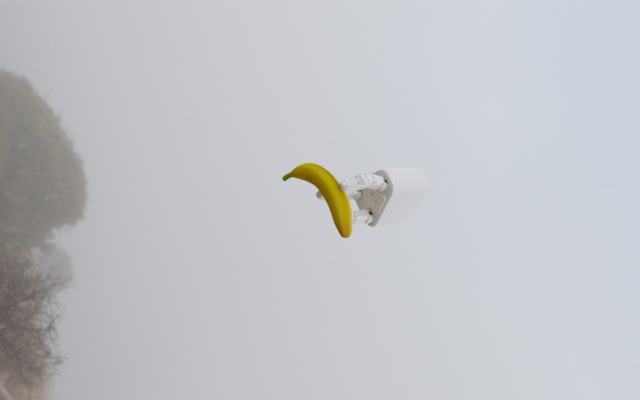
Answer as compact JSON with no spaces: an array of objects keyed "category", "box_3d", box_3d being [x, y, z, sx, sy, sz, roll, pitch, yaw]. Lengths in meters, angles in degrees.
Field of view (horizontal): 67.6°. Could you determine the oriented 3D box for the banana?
[{"category":"banana","box_3d":[0.007,-0.015,0.850,0.037,0.070,0.197,9,26,-46]}]
